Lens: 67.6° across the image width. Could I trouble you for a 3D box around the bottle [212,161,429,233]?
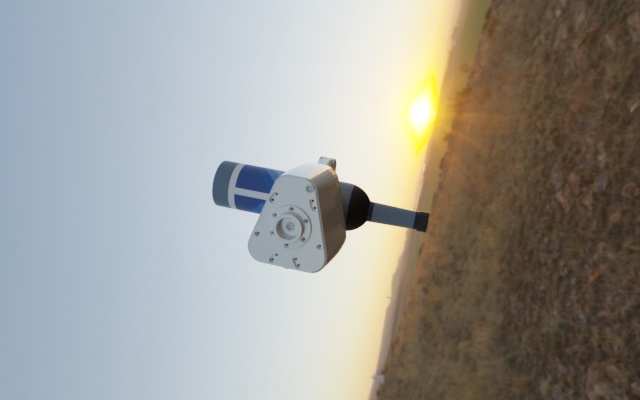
[{"bbox_3d":[0.000,0.002,0.661,0.295,0.069,0.069,11,2,11],"label":"bottle"}]
